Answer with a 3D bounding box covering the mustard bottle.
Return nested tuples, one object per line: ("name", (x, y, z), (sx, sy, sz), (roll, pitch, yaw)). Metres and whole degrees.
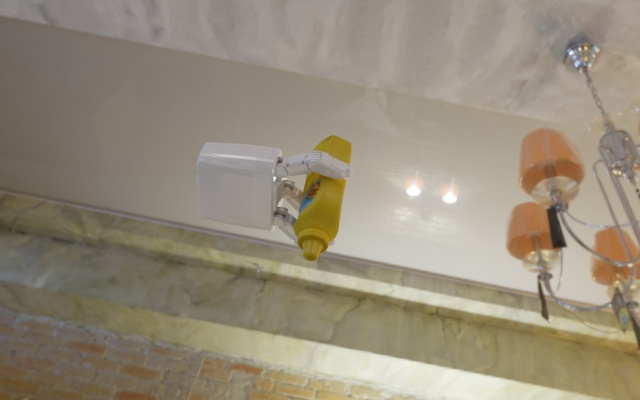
("mustard bottle", (0.000, 0.002, 0.664), (0.058, 0.191, 0.096), (24, -44, -13))
